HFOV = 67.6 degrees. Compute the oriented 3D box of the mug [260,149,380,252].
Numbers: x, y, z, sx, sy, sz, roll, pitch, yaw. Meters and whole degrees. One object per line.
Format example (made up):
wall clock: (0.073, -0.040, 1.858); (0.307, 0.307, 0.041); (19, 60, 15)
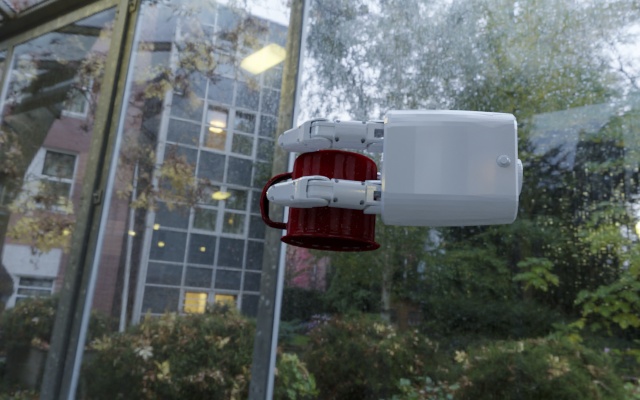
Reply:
mug: (-0.001, 0.001, 0.456); (0.117, 0.081, 0.093); (2, -13, 11)
